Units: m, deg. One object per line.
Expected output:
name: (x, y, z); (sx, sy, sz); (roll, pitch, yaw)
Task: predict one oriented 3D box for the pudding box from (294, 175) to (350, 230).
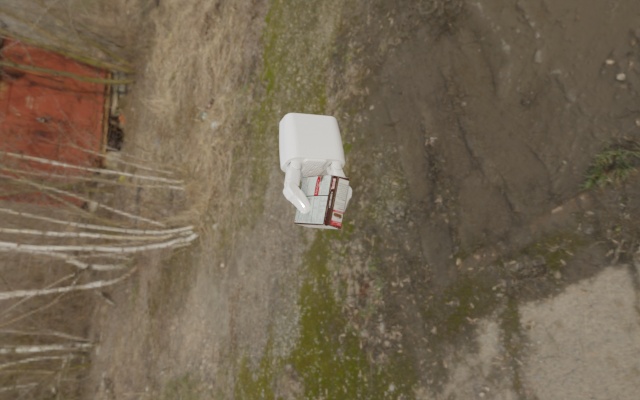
pudding box: (0.000, 0.003, 0.838); (0.039, 0.090, 0.113); (13, -7, -28)
